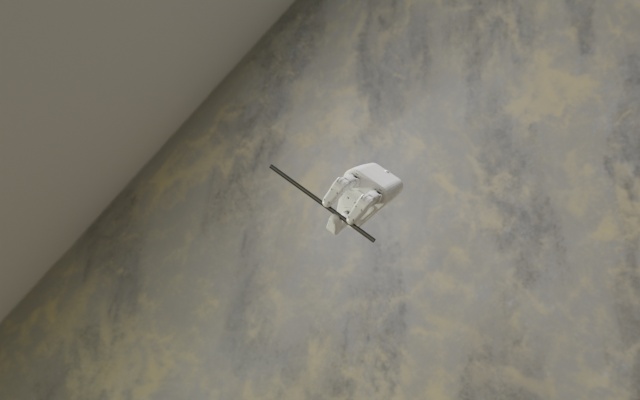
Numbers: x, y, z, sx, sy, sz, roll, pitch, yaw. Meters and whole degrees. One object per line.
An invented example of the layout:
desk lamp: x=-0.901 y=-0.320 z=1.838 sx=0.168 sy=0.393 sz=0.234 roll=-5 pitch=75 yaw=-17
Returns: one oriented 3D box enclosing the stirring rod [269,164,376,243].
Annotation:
stirring rod: x=0.000 y=0.003 z=0.863 sx=0.239 sy=0.011 sz=0.011 roll=36 pitch=11 yaw=16
